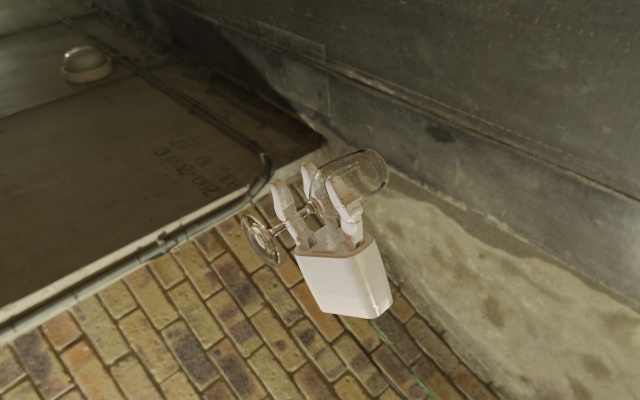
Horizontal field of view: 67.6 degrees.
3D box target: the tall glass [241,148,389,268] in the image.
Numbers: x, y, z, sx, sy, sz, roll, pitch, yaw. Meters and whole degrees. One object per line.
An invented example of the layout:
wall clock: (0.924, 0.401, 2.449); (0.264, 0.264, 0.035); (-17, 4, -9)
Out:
tall glass: (0.000, 0.002, 0.620); (0.201, 0.079, 0.079); (-33, 17, -28)
